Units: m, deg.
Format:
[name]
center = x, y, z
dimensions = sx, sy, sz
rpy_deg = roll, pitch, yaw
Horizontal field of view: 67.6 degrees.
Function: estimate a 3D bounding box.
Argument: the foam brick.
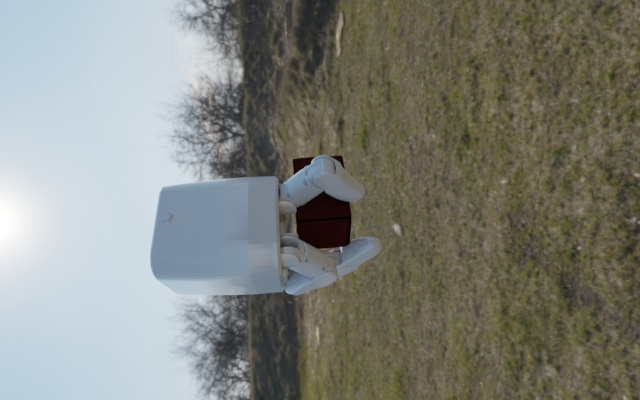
[foam brick]
center = 0.000, 0.001, 0.469
dimensions = 0.051, 0.078, 0.053
rpy_deg = -4, -37, -2
